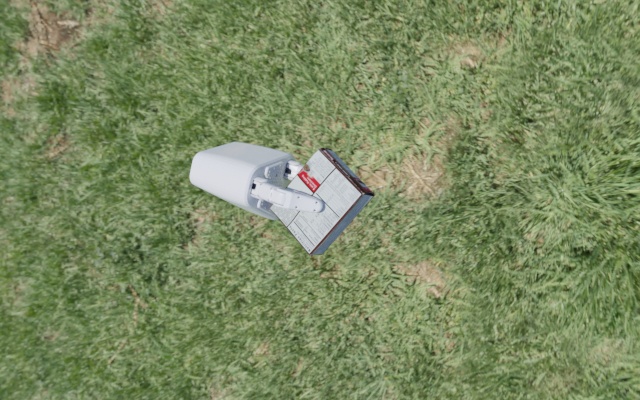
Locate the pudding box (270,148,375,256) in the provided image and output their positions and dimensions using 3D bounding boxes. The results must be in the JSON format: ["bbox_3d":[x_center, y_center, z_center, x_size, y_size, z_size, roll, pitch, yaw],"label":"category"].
[{"bbox_3d":[0.000,0.002,0.617,0.090,0.113,0.039,47,21,20],"label":"pudding box"}]
